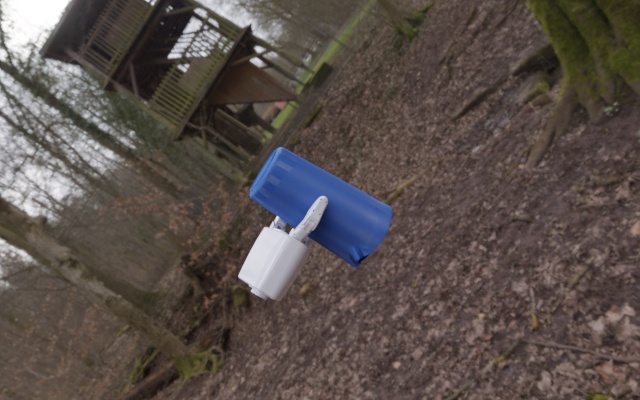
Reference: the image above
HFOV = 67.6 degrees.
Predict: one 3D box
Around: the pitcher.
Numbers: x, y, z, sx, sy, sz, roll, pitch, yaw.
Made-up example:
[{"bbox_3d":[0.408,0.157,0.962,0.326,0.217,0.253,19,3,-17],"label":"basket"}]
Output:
[{"bbox_3d":[0.000,0.003,0.879,0.243,0.145,0.149,32,-10,-12],"label":"pitcher"}]
